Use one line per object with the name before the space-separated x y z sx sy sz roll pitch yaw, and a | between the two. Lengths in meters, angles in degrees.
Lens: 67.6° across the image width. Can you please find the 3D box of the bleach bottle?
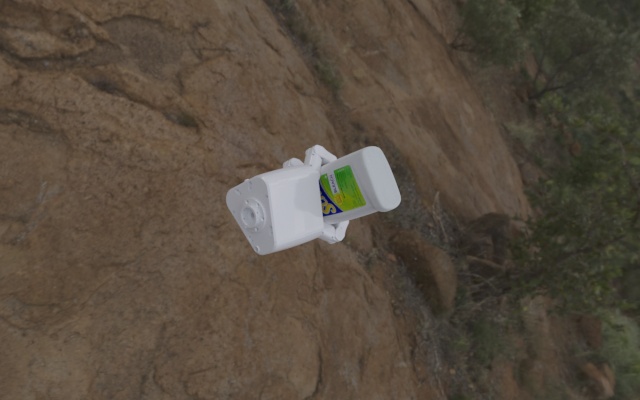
bleach bottle | 0.000 0.002 0.772 0.251 0.102 0.068 -23 -4 38
